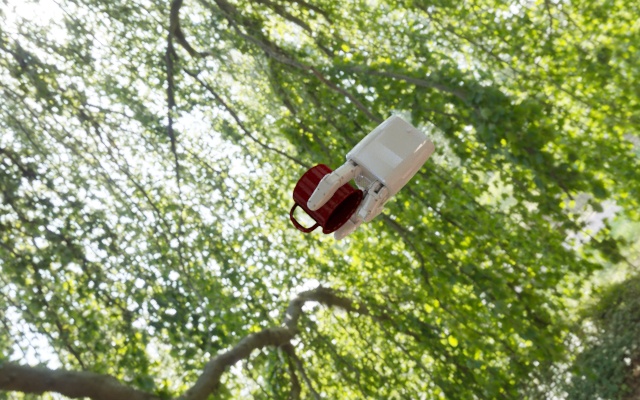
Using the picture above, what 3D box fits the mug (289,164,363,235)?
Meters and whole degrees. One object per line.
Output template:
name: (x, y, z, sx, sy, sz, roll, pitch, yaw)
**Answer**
mug: (-0.001, 0.003, 0.772, 0.081, 0.117, 0.093, 42, -14, 21)
